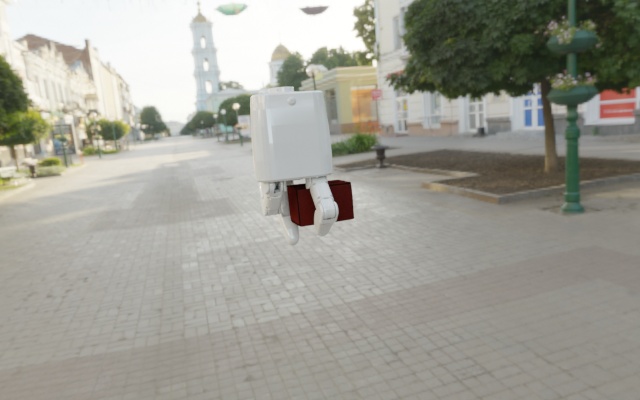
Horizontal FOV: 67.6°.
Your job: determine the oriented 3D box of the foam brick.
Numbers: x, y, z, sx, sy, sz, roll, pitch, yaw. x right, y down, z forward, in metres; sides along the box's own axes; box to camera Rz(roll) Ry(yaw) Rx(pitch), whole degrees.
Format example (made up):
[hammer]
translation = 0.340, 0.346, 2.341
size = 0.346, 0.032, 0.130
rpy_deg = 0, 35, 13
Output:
[foam brick]
translation = 0.000, 0.002, 0.643
size = 0.078, 0.051, 0.053
rpy_deg = -7, 8, -17
